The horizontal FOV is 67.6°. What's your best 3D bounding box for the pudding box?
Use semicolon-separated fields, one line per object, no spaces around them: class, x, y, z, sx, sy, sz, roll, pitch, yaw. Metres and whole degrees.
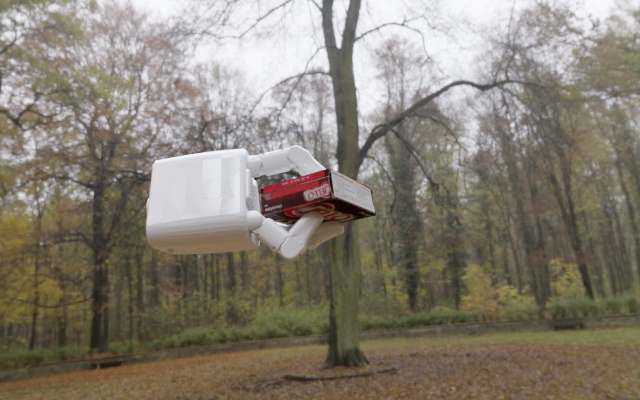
pudding box;0.000;0.002;0.541;0.090;0.039;0.113;-13;-15;27
